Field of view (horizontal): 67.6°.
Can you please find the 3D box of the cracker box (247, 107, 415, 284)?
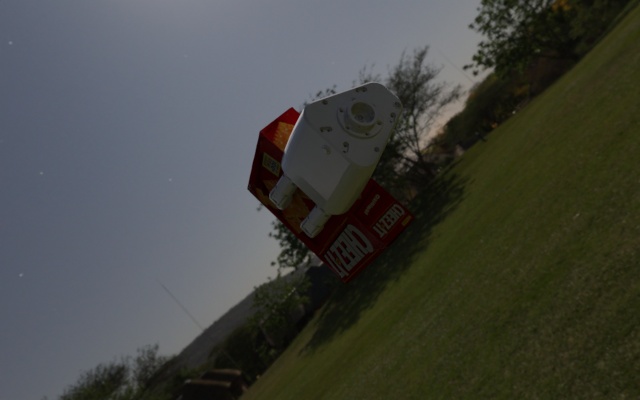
[{"bbox_3d":[0.000,0.002,0.657,0.072,0.213,0.164,-43,-8,-28],"label":"cracker box"}]
